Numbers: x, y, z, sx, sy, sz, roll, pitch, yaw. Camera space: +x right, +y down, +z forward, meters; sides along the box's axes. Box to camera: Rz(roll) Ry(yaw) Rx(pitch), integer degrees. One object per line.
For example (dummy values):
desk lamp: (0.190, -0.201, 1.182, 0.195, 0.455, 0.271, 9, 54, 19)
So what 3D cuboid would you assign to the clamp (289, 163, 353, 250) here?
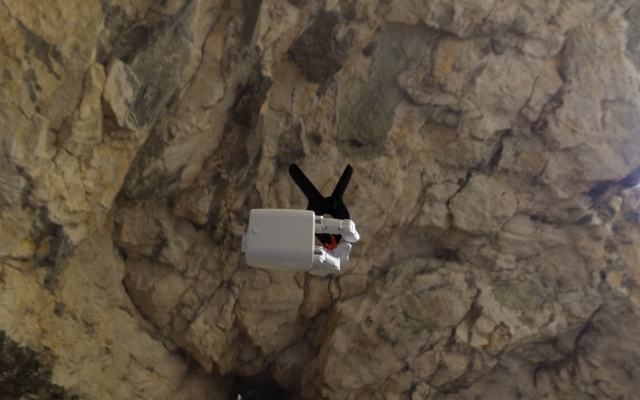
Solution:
clamp: (0.000, 0.003, 0.851, 0.120, 0.171, 0.039, 4, -29, -6)
